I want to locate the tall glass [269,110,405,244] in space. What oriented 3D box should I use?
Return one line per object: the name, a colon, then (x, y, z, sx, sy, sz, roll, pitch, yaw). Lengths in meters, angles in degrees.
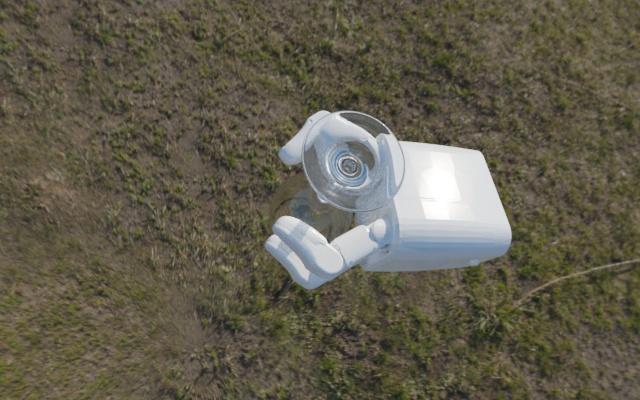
tall glass: (0.000, 0.001, 0.416, 0.079, 0.079, 0.201, 0, -17, -15)
